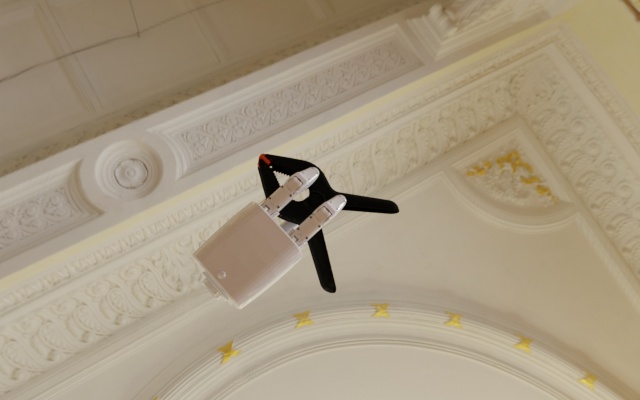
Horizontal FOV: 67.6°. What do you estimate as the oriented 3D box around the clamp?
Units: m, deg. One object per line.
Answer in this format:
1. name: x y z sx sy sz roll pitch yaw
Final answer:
1. clamp: -0.001 0.002 0.678 0.164 0.210 0.036 -41 -6 -21
